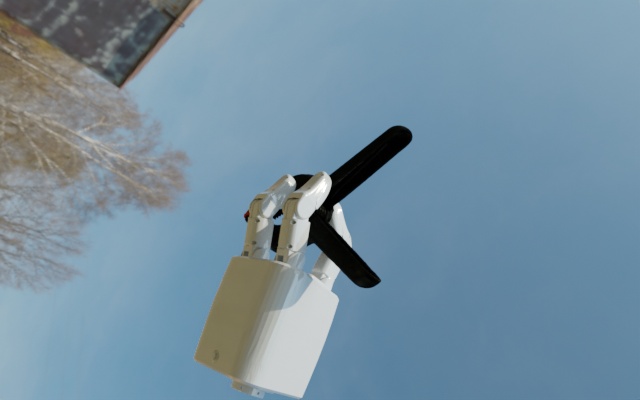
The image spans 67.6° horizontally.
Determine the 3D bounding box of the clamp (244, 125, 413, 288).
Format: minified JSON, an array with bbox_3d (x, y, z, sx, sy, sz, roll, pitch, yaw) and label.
[{"bbox_3d":[0.000,0.002,0.497,0.210,0.164,0.036,-1,-30,47],"label":"clamp"}]
